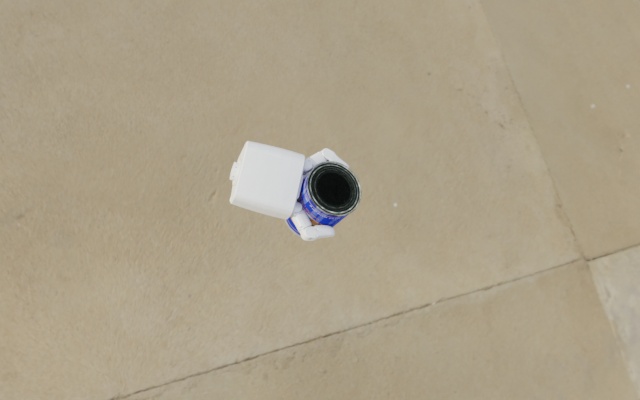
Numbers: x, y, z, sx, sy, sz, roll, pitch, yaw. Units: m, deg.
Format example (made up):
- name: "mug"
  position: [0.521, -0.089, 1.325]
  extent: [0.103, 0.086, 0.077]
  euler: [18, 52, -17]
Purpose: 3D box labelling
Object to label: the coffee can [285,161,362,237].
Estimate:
- name: "coffee can"
  position: [0.000, 0.003, 0.879]
  extent: [0.103, 0.102, 0.140]
  euler: [0, -20, -22]
